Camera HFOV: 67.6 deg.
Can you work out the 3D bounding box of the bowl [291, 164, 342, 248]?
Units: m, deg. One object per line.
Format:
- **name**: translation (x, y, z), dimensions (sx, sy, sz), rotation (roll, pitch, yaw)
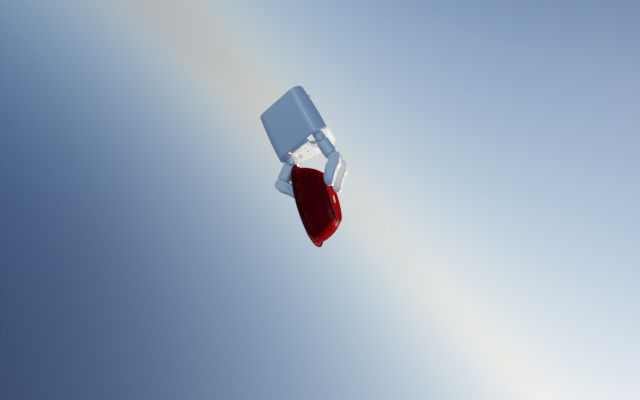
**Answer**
- **bowl**: translation (0.001, 0.004, 0.887), dimensions (0.055, 0.162, 0.162), rotation (-17, -3, 11)
